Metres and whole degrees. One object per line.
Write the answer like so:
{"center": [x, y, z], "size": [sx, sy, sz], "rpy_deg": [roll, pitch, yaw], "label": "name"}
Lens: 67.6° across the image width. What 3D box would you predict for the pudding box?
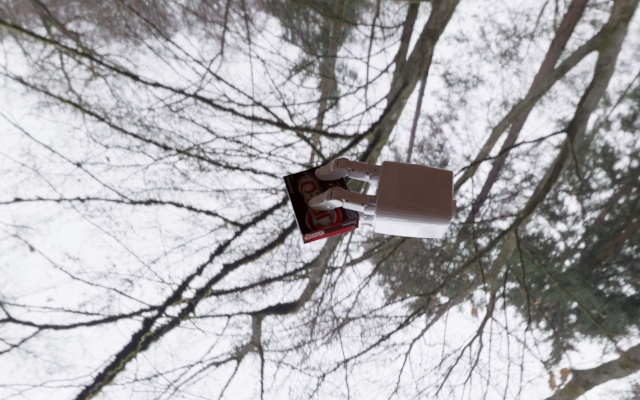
{"center": [0.000, 0.002, 0.733], "size": [0.090, 0.113, 0.039], "rpy_deg": [-16, -33, -8], "label": "pudding box"}
